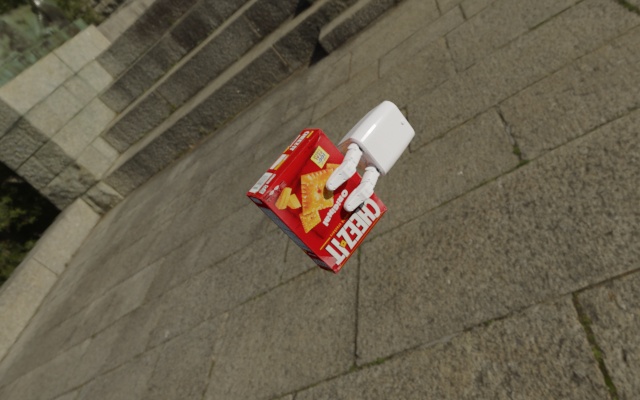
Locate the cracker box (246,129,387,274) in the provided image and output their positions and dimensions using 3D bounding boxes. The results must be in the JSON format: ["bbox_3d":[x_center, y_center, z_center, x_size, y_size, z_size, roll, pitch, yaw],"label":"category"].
[{"bbox_3d":[0.000,0.003,0.863,0.214,0.164,0.072,47,-16,-25],"label":"cracker box"}]
